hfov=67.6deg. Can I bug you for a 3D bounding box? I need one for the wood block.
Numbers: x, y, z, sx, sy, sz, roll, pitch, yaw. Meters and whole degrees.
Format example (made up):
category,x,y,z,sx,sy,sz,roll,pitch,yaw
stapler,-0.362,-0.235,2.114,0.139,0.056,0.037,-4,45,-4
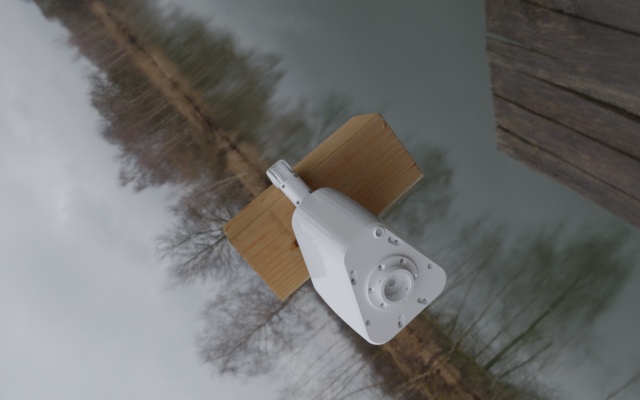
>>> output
category,x,y,z,sx,sy,sz,roll,pitch,yaw
wood block,0.000,0.002,0.540,0.206,0.091,0.090,-41,15,-8
